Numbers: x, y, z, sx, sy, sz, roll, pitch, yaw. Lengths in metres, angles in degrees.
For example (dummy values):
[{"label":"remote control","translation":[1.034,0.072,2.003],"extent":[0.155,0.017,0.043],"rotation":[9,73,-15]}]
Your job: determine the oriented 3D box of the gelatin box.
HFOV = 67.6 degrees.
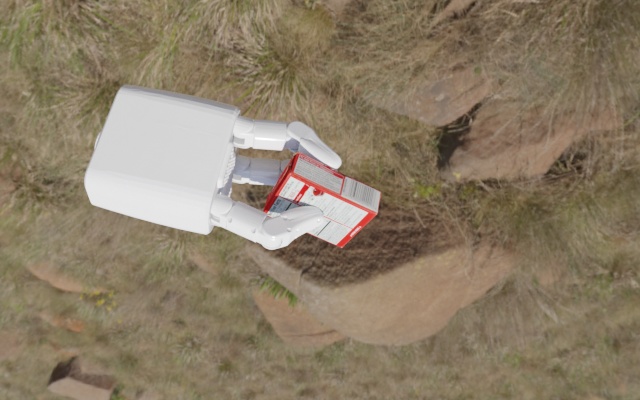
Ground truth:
[{"label":"gelatin box","translation":[0.000,0.002,0.444],"extent":[0.089,0.030,0.073],"rotation":[25,-38,-11]}]
